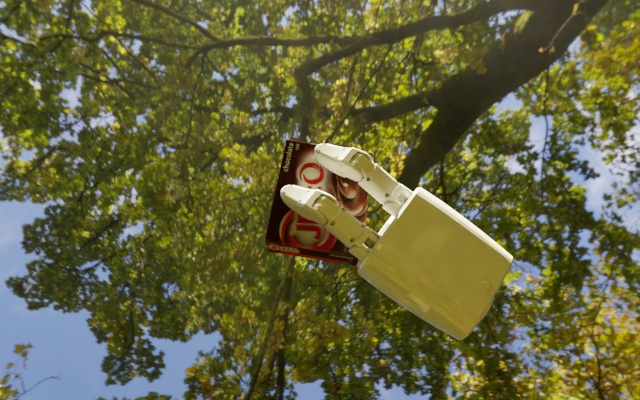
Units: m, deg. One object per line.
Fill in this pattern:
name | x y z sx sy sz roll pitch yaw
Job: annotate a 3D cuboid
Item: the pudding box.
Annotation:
pudding box | 0.000 0.002 0.470 0.090 0.113 0.039 9 -25 0
